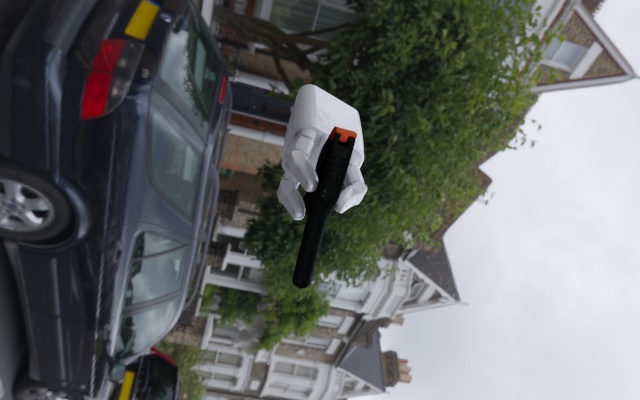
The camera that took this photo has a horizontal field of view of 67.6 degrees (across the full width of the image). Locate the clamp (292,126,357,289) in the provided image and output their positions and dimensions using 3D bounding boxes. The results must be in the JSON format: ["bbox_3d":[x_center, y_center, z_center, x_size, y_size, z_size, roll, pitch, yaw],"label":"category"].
[{"bbox_3d":[0.001,0.002,0.622,0.036,0.164,0.210,12,-45,-11],"label":"clamp"}]
